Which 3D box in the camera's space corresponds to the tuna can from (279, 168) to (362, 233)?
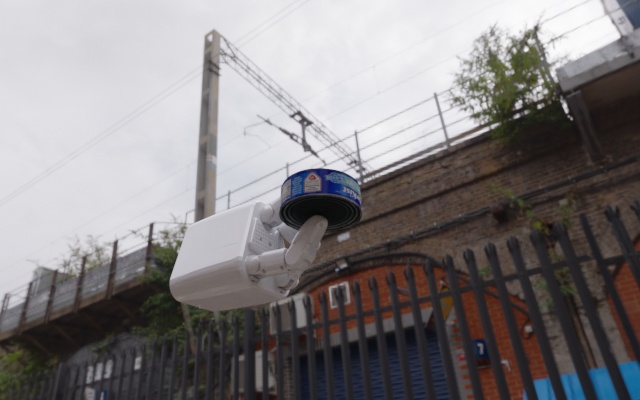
[{"bbox_3d":[0.000,0.001,0.500,0.086,0.033,0.086,0,-29,0],"label":"tuna can"}]
